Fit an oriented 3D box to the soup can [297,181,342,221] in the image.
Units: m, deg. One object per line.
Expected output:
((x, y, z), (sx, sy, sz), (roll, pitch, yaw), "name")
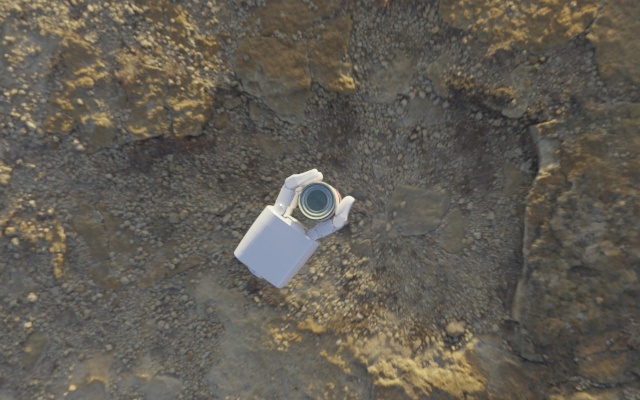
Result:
((0.000, 0.002, 0.854), (0.068, 0.068, 0.102), (0, -3, 8), "soup can")
